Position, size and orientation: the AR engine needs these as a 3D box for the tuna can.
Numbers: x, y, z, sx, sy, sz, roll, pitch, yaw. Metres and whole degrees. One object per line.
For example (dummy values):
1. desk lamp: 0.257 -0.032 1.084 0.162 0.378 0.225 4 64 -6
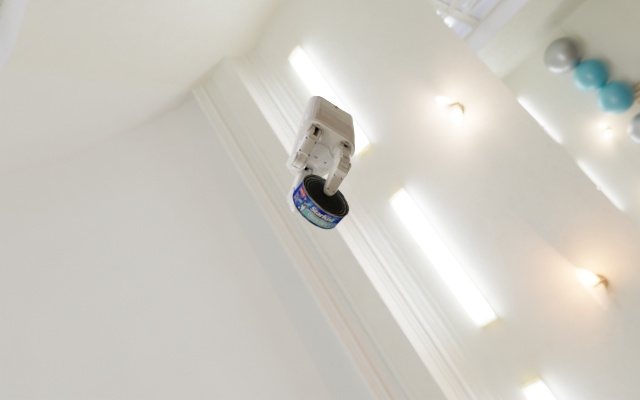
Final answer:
1. tuna can: 0.000 0.003 0.723 0.086 0.086 0.034 0 -42 -52
